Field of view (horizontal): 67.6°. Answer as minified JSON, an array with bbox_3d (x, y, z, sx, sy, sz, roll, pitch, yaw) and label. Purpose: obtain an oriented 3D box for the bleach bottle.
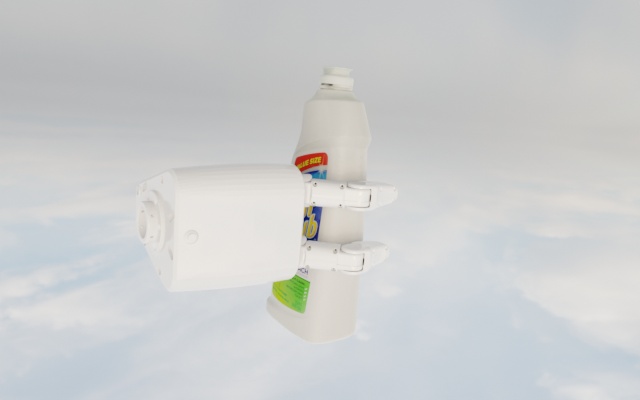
[{"bbox_3d":[0.000,0.002,0.462,0.068,0.251,0.102,-2,13,-34],"label":"bleach bottle"}]
